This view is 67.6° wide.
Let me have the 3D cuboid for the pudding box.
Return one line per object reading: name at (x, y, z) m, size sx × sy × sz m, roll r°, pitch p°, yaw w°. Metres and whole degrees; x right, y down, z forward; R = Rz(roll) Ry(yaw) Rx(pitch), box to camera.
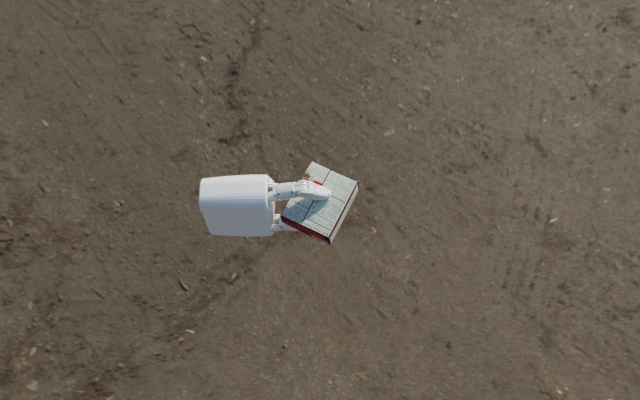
pudding box at (0.000, 0.002, 0.772) m, size 0.090 × 0.113 × 0.039 m, roll 25°, pitch -16°, yaw 11°
